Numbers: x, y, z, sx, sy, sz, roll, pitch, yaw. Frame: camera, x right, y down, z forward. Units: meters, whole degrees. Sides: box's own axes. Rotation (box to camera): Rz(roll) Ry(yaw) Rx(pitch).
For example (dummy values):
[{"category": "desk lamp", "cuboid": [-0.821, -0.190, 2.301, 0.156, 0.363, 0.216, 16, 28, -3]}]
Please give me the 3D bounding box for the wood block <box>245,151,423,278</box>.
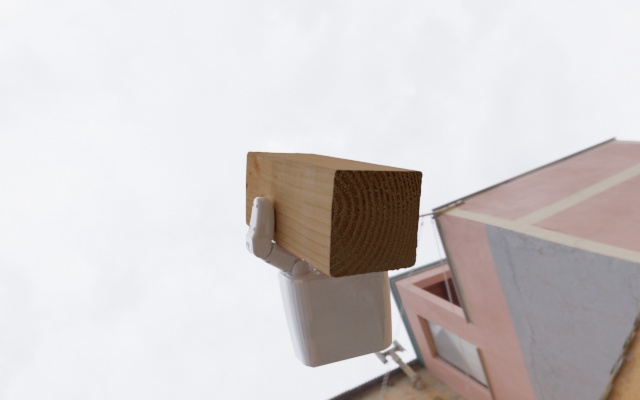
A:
[{"category": "wood block", "cuboid": [0.000, 0.002, 0.487, 0.091, 0.090, 0.206, -2, 10, -28]}]
